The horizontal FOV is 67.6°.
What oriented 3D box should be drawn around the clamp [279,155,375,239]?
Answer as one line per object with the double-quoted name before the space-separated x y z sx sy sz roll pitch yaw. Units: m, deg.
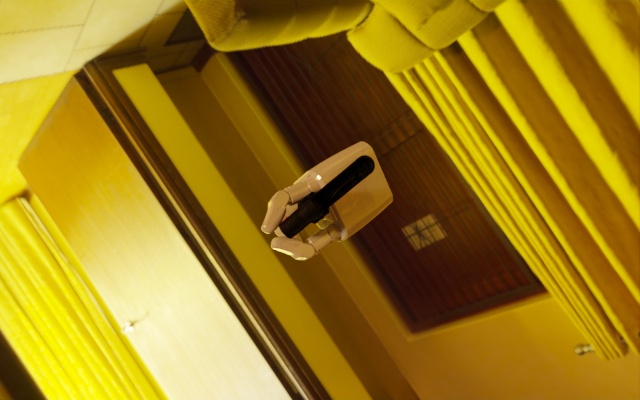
"clamp" 0.000 0.003 0.611 0.120 0.039 0.171 -34 0 -27
